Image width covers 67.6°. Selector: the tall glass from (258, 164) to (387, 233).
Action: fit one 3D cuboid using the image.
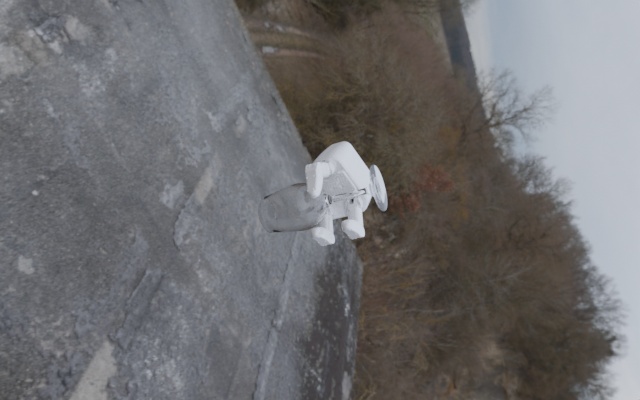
[{"bbox_3d":[0.001,0.002,0.767,0.201,0.079,0.079,-14,-5,21],"label":"tall glass"}]
